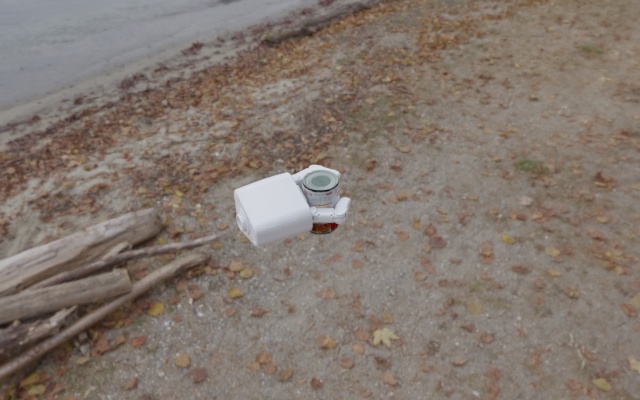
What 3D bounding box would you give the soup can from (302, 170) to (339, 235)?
[{"bbox_3d":[0.001,0.003,0.880,0.068,0.102,0.068,0,38,0],"label":"soup can"}]
